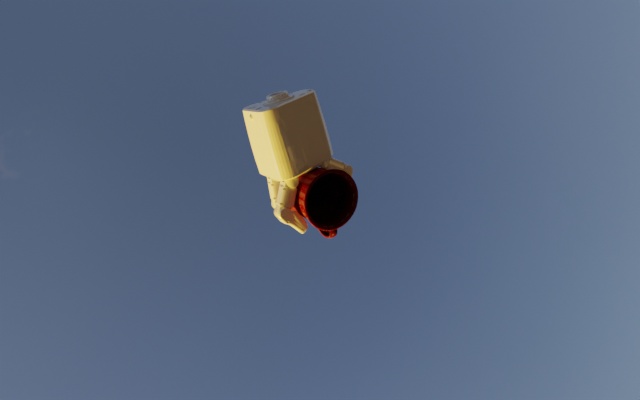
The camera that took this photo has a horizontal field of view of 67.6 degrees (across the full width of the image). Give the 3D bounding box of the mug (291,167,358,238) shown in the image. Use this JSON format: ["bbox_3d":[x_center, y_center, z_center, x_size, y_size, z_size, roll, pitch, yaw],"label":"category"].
[{"bbox_3d":[0.000,0.004,0.738,0.093,0.117,0.081,-24,23,-23],"label":"mug"}]
